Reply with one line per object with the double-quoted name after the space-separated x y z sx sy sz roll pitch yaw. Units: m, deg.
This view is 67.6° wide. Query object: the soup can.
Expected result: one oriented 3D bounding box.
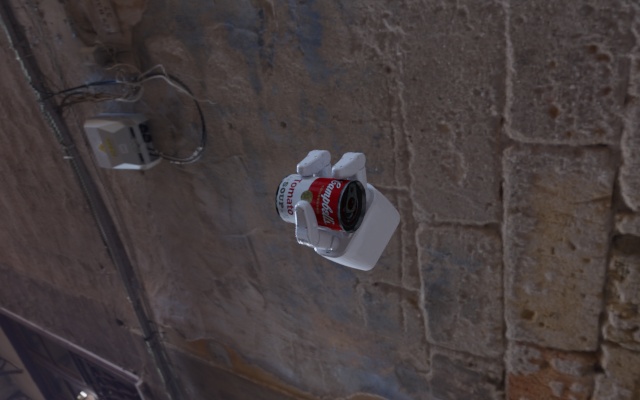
0.000 0.002 0.628 0.102 0.068 0.068 8 4 33 "soup can"
